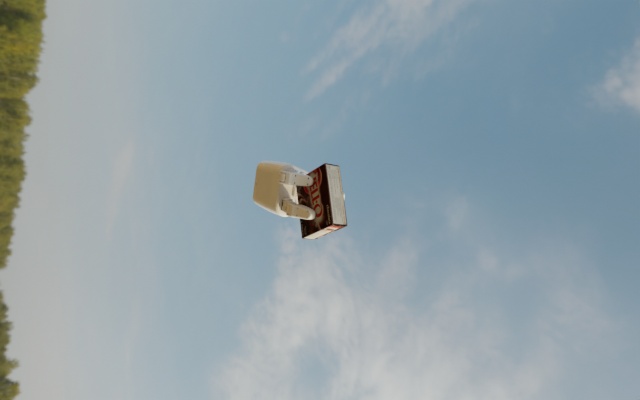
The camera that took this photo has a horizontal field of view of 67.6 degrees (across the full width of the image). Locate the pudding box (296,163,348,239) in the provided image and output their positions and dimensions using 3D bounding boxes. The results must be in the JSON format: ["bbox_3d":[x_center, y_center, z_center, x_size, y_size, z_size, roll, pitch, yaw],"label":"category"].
[{"bbox_3d":[0.000,0.003,0.831,0.039,0.113,0.090,3,-20,-37],"label":"pudding box"}]
